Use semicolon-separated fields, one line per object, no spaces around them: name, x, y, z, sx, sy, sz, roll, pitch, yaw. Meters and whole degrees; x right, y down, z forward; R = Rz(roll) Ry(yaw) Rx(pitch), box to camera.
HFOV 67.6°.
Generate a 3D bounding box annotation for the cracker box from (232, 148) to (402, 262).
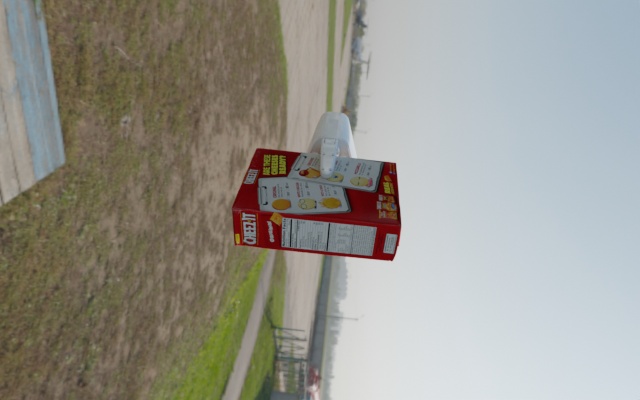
cracker box;0.000;0.002;0.668;0.214;0.072;0.164;5;34;2
